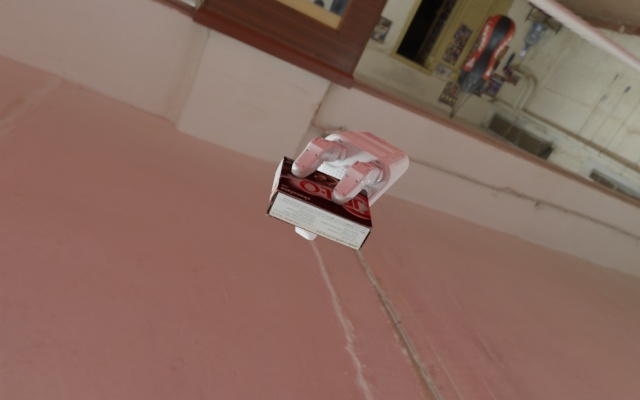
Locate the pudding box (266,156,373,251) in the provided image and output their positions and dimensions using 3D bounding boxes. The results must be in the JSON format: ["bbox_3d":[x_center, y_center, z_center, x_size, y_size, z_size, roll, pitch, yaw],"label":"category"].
[{"bbox_3d":[0.000,0.002,0.537,0.113,0.039,0.090,20,25,-9],"label":"pudding box"}]
